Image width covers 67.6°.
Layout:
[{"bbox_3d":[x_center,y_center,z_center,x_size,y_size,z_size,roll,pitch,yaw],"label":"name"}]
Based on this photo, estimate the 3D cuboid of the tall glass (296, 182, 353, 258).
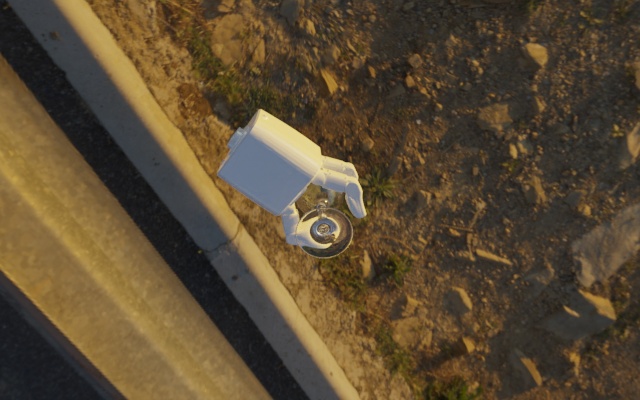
[{"bbox_3d":[0.000,0.003,0.703,0.079,0.079,0.201,0,24,-3],"label":"tall glass"}]
